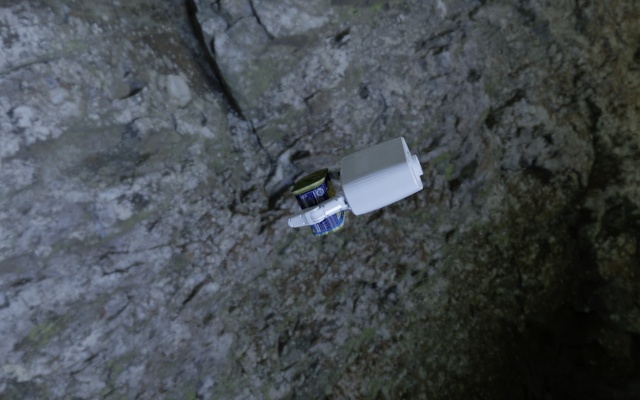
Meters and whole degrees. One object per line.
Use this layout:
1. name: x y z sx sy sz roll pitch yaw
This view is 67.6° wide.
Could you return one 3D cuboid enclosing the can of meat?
1. can of meat: 0.000 0.003 0.777 0.057 0.084 0.102 -22 12 12
